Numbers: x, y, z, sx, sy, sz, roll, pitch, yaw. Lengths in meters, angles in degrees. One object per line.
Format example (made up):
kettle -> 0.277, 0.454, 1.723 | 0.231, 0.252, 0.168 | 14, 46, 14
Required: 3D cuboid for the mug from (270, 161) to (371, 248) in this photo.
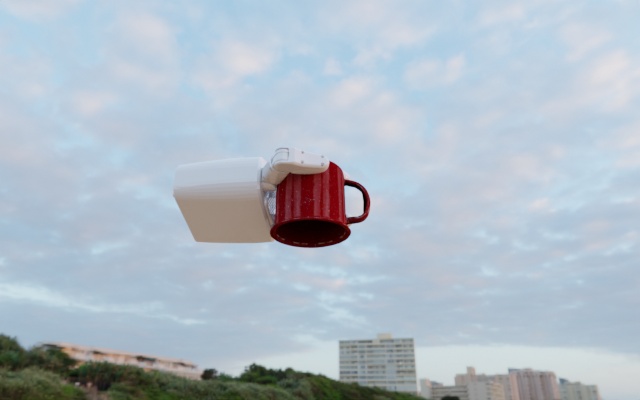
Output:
mug -> 0.002, 0.002, 0.562 | 0.117, 0.081, 0.093 | -3, -26, 5
